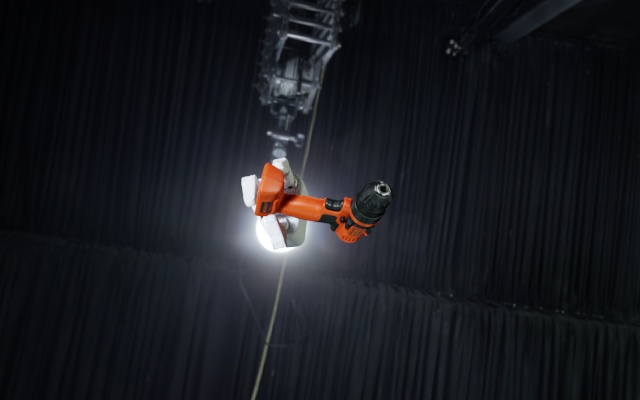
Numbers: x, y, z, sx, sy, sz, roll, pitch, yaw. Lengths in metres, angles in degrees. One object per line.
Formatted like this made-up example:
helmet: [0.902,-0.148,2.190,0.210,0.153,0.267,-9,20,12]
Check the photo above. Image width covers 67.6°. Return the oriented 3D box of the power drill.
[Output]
power drill: [0.000,0.002,0.715,0.187,0.057,0.184,16,-27,-6]
